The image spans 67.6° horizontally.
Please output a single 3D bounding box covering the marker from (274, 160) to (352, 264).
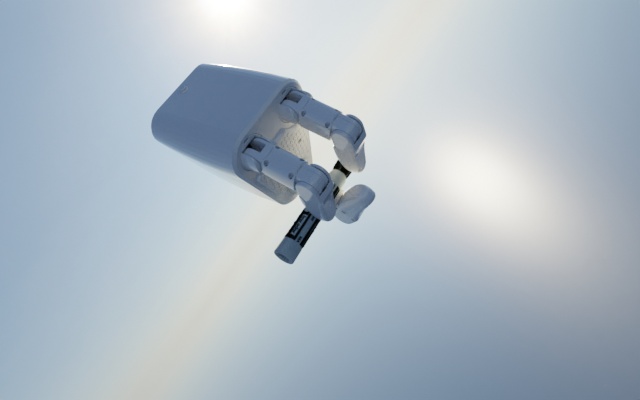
[{"bbox_3d":[0.000,0.001,0.415,0.020,0.121,0.020,28,-24,14],"label":"marker"}]
